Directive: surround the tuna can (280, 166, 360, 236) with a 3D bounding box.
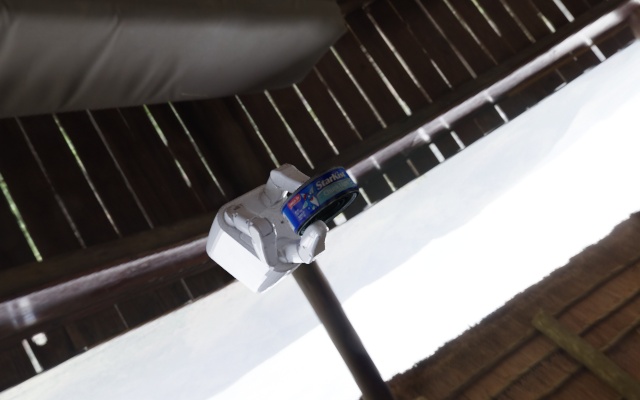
[{"bbox_3d":[0.000,0.002,0.520,0.086,0.033,0.086,-34,-13,-9],"label":"tuna can"}]
